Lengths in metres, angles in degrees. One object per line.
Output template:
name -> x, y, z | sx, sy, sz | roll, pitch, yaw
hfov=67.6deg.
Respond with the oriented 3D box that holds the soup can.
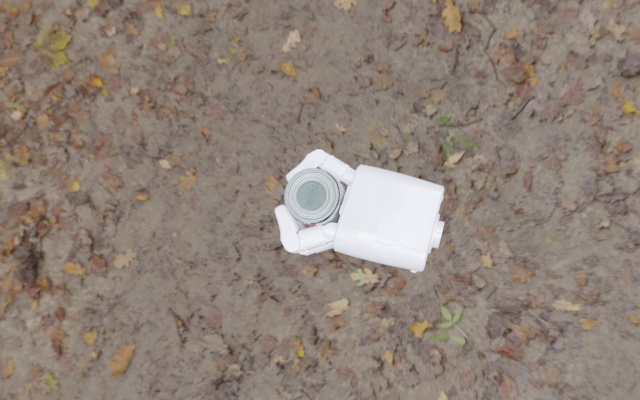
soup can -> 0.000, 0.002, 0.597 | 0.068, 0.068, 0.102 | 0, -9, 12
